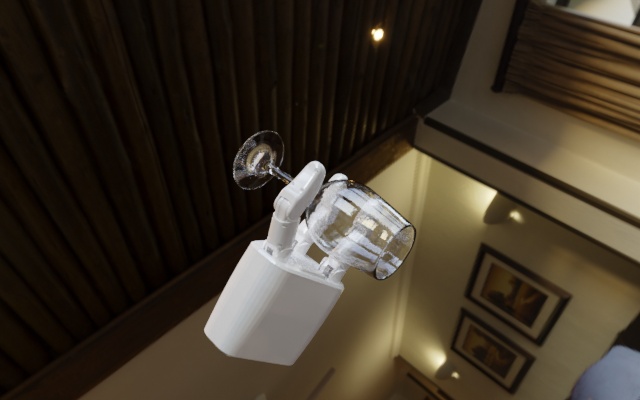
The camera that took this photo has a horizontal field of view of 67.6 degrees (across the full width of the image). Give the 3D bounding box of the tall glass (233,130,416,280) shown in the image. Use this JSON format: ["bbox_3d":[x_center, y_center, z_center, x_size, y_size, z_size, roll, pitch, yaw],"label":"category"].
[{"bbox_3d":[0.000,0.001,0.495,0.201,0.079,0.079,34,19,31],"label":"tall glass"}]
